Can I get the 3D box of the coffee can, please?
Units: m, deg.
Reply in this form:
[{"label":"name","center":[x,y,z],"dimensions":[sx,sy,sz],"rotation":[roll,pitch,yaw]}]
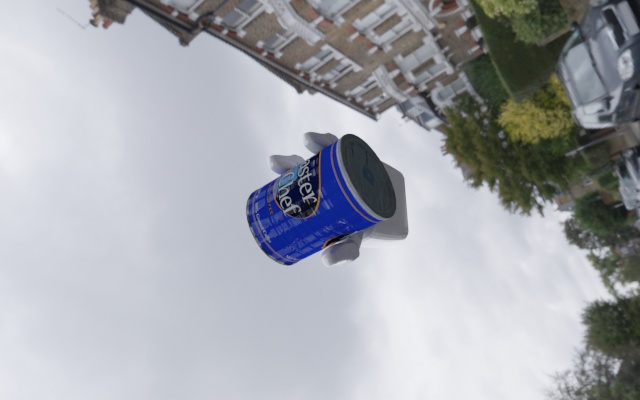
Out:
[{"label":"coffee can","center":[0.000,0.002,0.547],"dimensions":[0.140,0.102,0.103],"rotation":[-29,-15,29]}]
